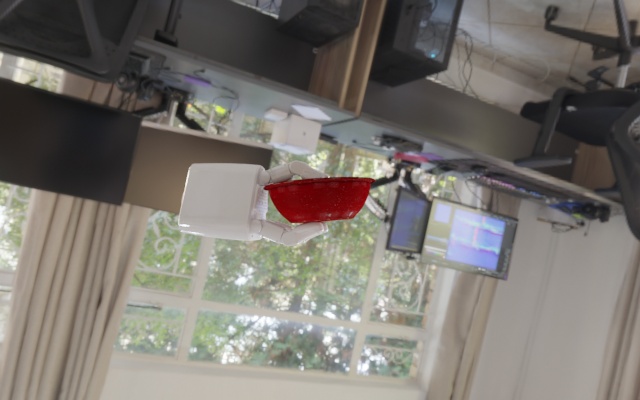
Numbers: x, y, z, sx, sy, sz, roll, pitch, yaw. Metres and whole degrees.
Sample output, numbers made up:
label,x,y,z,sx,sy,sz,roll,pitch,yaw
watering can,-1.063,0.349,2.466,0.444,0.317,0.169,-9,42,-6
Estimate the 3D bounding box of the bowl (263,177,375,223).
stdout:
label,x,y,z,sx,sy,sz,roll,pitch,yaw
bowl,0.001,0.003,0.685,0.162,0.055,0.162,-4,-4,0
